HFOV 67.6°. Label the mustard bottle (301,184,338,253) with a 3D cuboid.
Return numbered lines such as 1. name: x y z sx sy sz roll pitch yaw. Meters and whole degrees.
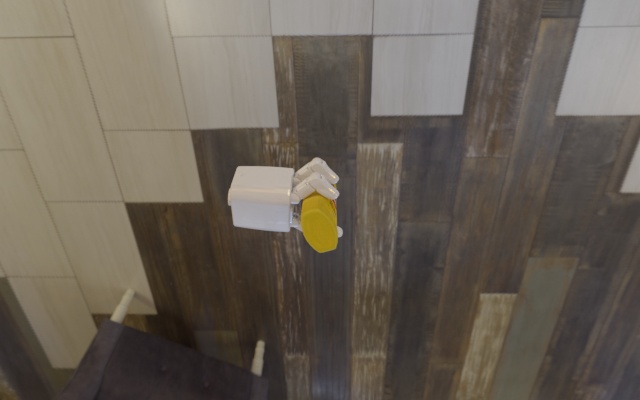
1. mustard bottle: 0.000 0.003 0.890 0.058 0.096 0.191 -17 31 12
